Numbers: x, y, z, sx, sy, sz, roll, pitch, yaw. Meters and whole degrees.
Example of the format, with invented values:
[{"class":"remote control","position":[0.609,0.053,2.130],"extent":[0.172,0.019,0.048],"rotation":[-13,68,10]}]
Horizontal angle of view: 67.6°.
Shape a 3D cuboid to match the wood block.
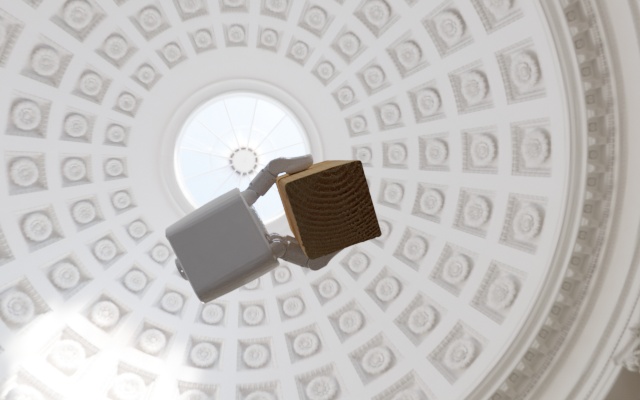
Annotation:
[{"class":"wood block","position":[0.000,0.002,0.617],"extent":[0.090,0.091,0.206],"rotation":[-18,7,-7]}]
